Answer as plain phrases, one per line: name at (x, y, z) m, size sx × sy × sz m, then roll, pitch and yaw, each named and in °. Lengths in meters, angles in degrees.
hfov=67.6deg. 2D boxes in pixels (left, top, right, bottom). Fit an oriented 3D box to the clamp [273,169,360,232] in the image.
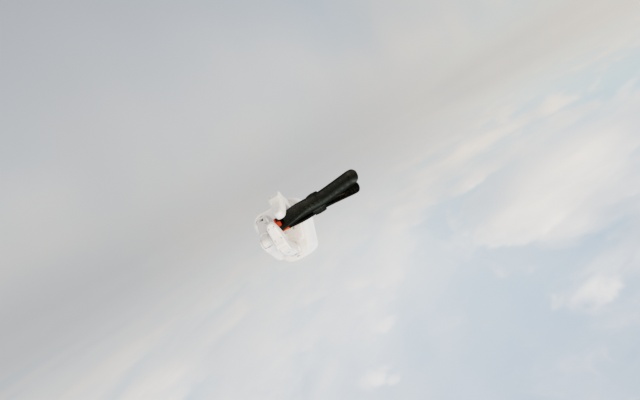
clamp at (0.000, 0.003, 0.846) m, size 0.171 × 0.039 × 0.120 m, roll -30°, pitch -16°, yaw 10°
